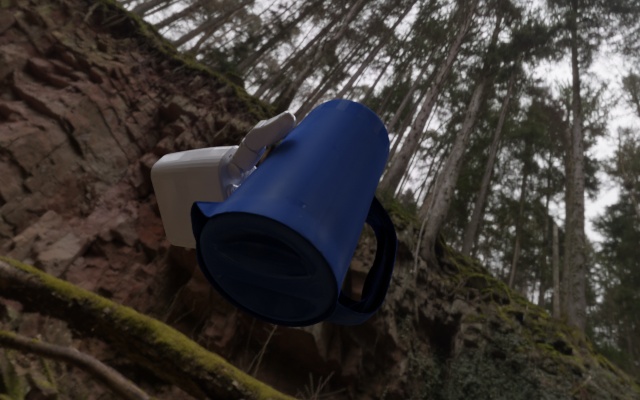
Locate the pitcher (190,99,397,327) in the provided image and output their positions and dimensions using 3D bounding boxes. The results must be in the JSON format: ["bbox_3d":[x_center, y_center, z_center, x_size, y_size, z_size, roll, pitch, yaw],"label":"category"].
[{"bbox_3d":[0.000,0.002,0.485,0.145,0.149,0.242,-3,35,28],"label":"pitcher"}]
